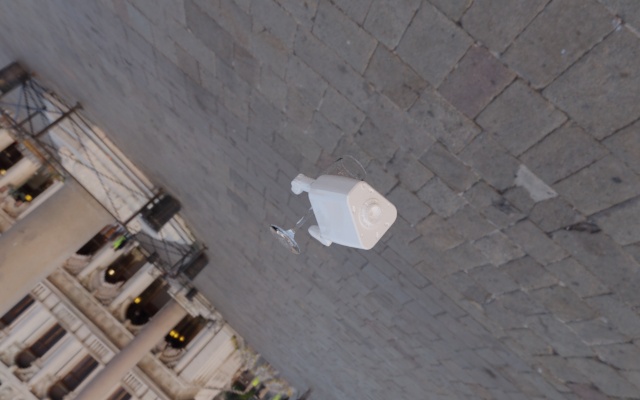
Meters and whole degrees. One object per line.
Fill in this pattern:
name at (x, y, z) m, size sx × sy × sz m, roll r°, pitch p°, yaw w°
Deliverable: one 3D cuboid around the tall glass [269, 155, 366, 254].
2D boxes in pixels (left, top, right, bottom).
tall glass at (0.000, 0.003, 0.889) m, size 0.201 × 0.079 × 0.079 m, roll -47°, pitch 20°, yaw -21°
